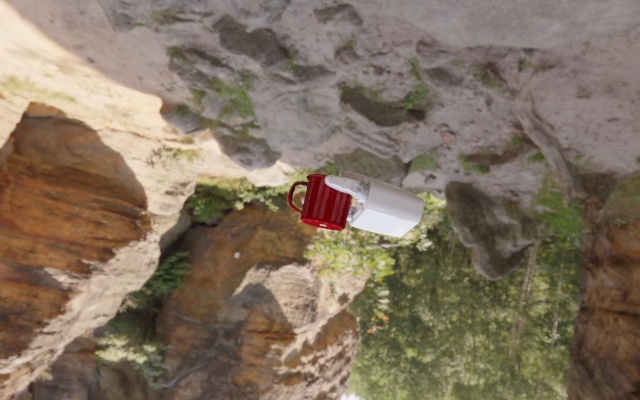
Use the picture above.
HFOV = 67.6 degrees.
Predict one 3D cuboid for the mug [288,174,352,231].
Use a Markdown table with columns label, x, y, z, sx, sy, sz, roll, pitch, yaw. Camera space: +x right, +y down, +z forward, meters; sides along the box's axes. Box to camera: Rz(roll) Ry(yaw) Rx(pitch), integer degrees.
| label | x | y | z | sx | sy | sz | roll | pitch | yaw |
| --- | --- | --- | --- | --- | --- | --- | --- | --- | --- |
| mug | -0.001 | 0.003 | 0.842 | 0.117 | 0.081 | 0.093 | 15 | -10 | -9 |
